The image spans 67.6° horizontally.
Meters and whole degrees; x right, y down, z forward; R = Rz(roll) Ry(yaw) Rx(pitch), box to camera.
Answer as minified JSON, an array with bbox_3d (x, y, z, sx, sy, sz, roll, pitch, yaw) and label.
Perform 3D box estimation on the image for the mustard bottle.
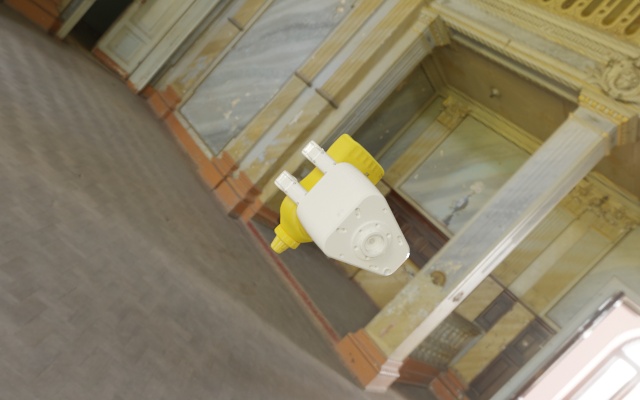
[{"bbox_3d":[0.000,0.002,0.683,0.058,0.191,0.096,47,6,39],"label":"mustard bottle"}]
